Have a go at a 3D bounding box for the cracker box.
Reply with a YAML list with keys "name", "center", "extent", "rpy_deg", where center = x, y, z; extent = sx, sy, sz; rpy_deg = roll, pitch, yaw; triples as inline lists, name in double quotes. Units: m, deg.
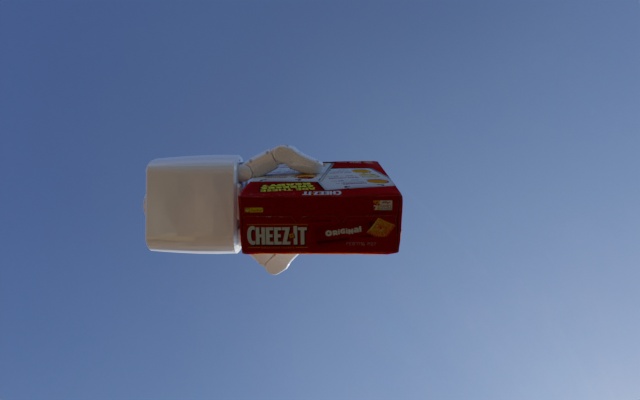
- name: "cracker box"
  center: [0.000, 0.002, 0.576]
  extent: [0.164, 0.072, 0.213]
  rpy_deg: [-1, 14, 1]
